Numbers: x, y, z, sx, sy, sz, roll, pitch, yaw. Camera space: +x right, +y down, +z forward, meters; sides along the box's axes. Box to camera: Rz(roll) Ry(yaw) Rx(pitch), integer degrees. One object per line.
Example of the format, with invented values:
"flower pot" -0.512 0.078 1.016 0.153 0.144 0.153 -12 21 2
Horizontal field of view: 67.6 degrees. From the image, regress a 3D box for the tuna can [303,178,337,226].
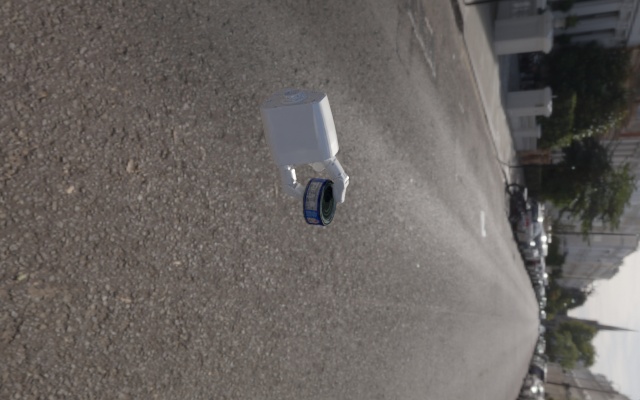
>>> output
"tuna can" 0.001 0.003 0.862 0.034 0.086 0.086 6 2 22
